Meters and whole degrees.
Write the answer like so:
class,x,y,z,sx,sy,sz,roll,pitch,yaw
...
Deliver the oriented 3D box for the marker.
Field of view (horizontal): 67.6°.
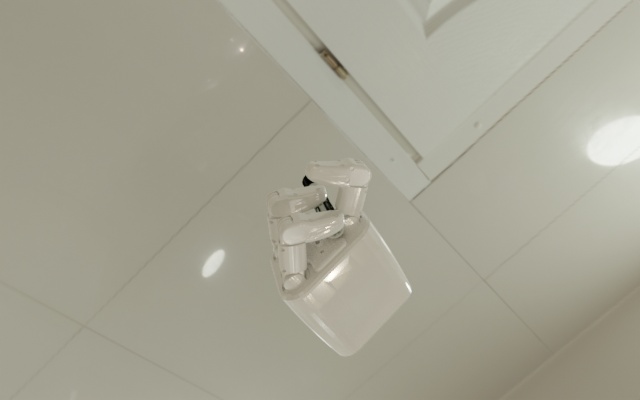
class,x,y,z,sx,sy,sz,roll,pitch,yaw
marker,0.000,0.002,0.494,0.020,0.020,0.121,0,26,-14
